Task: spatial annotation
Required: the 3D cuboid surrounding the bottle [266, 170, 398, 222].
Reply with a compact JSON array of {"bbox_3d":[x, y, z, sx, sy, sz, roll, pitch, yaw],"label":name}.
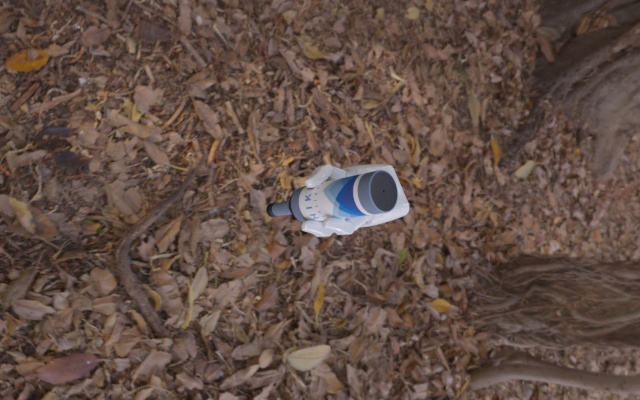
[{"bbox_3d":[0.000,0.003,0.834,0.069,0.069,0.296,0,-7,-41],"label":"bottle"}]
